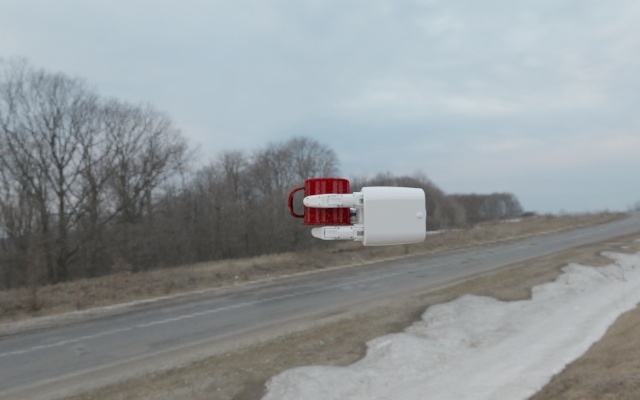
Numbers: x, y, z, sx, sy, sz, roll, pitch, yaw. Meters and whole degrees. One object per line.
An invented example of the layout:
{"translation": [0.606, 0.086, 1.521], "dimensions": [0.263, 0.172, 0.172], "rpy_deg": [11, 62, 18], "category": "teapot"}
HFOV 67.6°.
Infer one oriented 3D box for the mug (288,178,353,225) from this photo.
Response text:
{"translation": [-0.001, 0.003, 0.855], "dimensions": [0.117, 0.081, 0.093], "rpy_deg": [0, -2, -6], "category": "mug"}
